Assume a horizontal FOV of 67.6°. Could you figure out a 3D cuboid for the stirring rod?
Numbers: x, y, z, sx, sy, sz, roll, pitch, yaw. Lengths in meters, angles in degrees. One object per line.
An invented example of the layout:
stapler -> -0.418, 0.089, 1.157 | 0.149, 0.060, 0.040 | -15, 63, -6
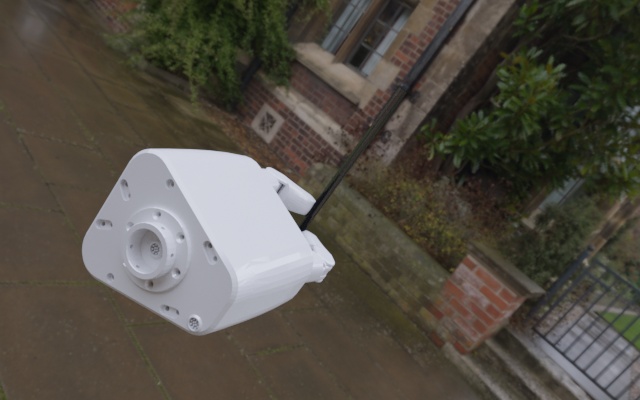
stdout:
stirring rod -> 0.000, 0.002, 0.430 | 0.011, 0.239, 0.011 | 34, 13, -9
